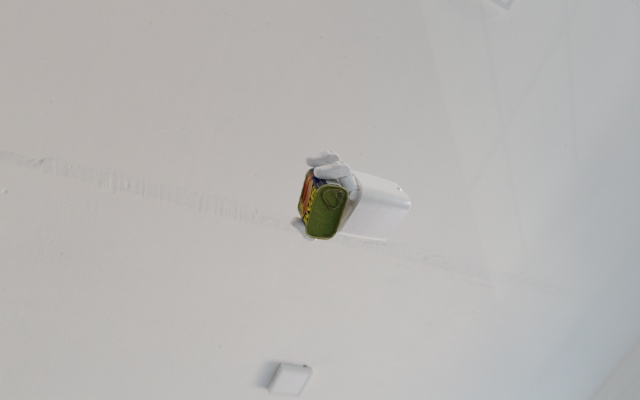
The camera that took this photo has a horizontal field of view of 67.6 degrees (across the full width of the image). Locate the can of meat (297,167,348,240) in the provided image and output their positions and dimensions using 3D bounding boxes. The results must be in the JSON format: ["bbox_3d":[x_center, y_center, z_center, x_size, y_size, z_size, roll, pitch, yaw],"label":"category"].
[{"bbox_3d":[0.000,0.003,0.829,0.057,0.102,0.084,8,24,-20],"label":"can of meat"}]
